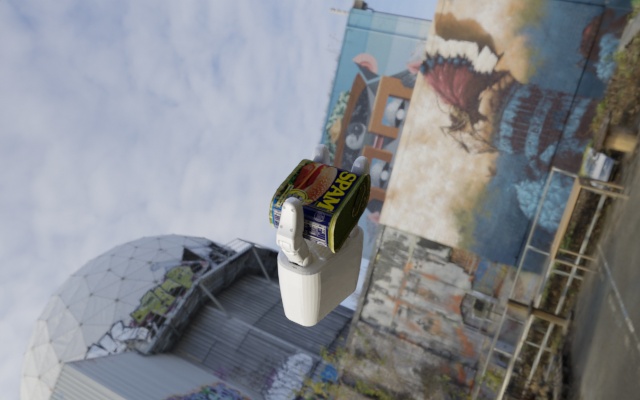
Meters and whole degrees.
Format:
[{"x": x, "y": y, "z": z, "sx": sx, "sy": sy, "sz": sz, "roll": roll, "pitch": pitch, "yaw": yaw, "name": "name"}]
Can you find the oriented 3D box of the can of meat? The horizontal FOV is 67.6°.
[{"x": 0.000, "y": 0.002, "z": 0.554, "sx": 0.084, "sy": 0.057, "sz": 0.102, "roll": 18, "pitch": 46, "yaw": 21, "name": "can of meat"}]
